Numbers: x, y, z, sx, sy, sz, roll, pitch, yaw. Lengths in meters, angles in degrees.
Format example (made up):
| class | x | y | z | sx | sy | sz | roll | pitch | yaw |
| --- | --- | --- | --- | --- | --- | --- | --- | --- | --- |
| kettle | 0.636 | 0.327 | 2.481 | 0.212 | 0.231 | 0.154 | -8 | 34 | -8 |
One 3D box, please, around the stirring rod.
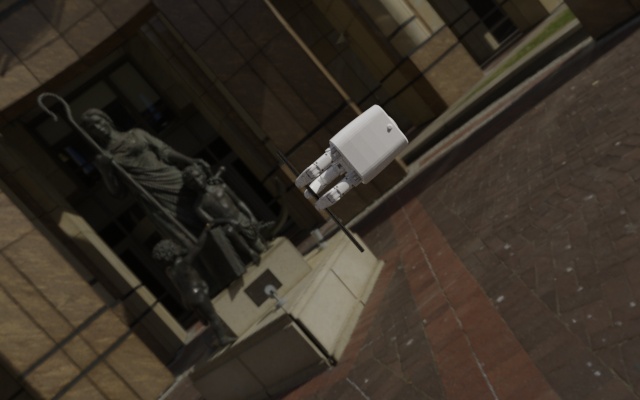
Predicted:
| class | x | y | z | sx | sy | sz | roll | pitch | yaw |
| --- | --- | --- | --- | --- | --- | --- | --- | --- | --- |
| stirring rod | 0.000 | 0.003 | 0.868 | 0.011 | 0.239 | 0.011 | -40 | 5 | 4 |
